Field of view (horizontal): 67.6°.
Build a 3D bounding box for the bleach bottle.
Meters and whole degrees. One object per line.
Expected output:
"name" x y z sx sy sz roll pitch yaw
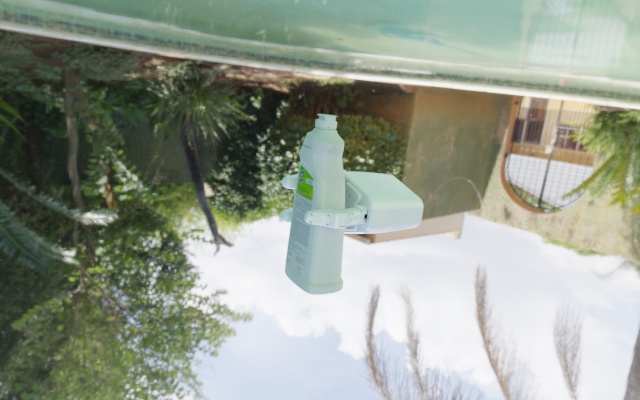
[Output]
"bleach bottle" 0.000 0.002 0.699 0.068 0.251 0.102 -2 15 -31
